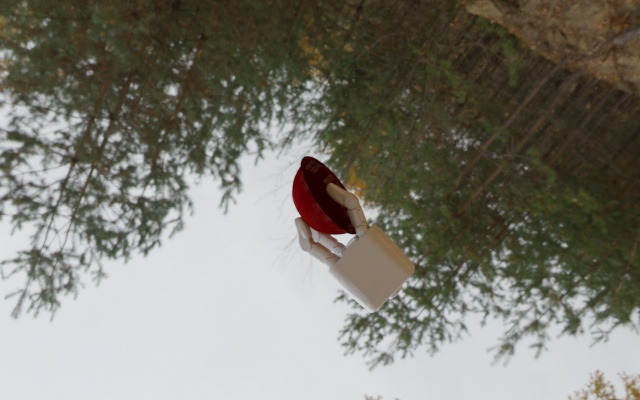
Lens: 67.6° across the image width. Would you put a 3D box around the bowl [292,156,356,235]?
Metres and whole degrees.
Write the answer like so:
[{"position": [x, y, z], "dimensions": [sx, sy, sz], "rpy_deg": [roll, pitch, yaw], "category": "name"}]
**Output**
[{"position": [-0.001, 0.002, 0.833], "dimensions": [0.055, 0.162, 0.162], "rpy_deg": [-35, -14, 21], "category": "bowl"}]
